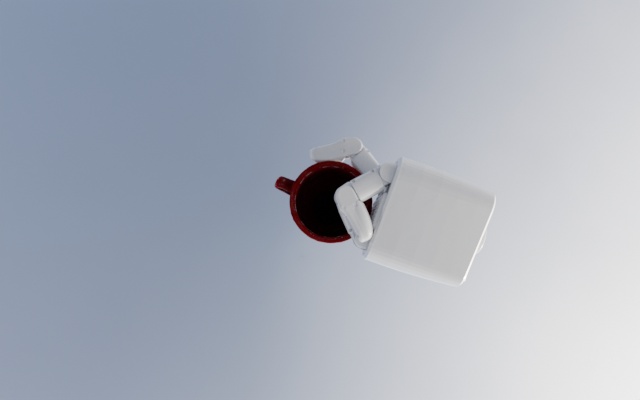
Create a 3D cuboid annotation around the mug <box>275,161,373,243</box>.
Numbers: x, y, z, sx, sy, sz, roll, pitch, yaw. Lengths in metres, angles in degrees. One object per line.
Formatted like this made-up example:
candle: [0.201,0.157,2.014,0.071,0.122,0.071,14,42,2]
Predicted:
mug: [-0.001,0.001,0.571,0.117,0.093,0.081,21,-7,2]
